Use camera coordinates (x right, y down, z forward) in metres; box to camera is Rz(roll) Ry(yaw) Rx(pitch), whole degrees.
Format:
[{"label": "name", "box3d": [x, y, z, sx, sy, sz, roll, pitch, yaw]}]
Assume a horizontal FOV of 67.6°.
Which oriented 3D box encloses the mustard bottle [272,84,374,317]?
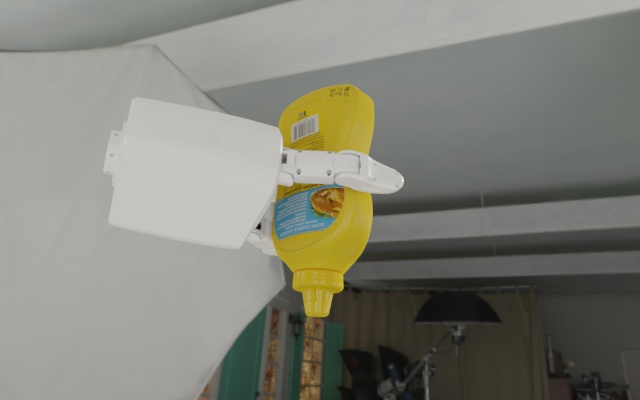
[{"label": "mustard bottle", "box3d": [0.000, 0.001, 0.410, 0.096, 0.191, 0.058, -15, -27, 38]}]
